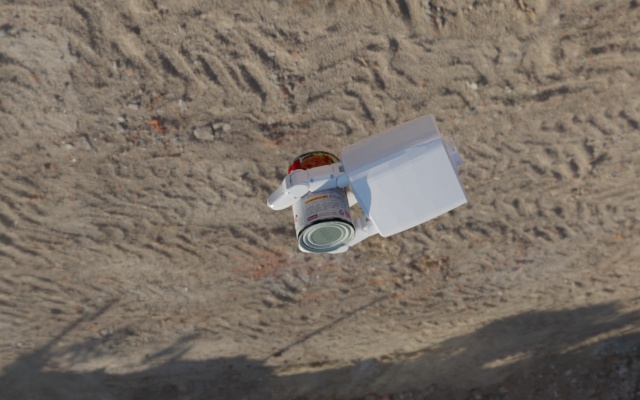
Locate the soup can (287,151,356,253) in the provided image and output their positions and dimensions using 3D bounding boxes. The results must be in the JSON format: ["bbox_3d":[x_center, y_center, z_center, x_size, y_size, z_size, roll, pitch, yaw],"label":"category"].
[{"bbox_3d":[0.000,0.002,0.560,0.068,0.102,0.069,-7,-37,-5],"label":"soup can"}]
